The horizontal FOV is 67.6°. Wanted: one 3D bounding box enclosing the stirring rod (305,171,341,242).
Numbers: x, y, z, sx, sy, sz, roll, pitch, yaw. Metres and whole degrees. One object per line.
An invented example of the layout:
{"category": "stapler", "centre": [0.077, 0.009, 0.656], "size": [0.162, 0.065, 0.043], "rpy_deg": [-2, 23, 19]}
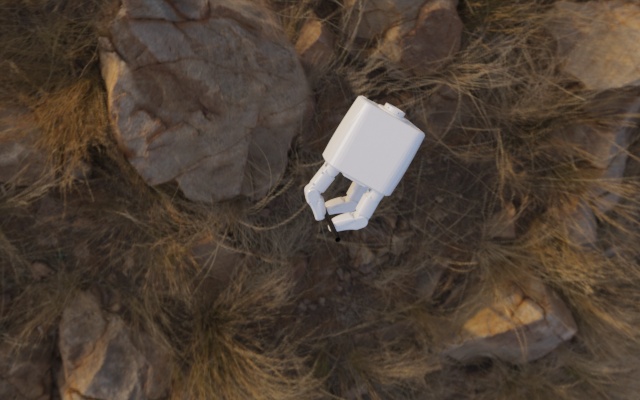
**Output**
{"category": "stirring rod", "centre": [0.000, 0.002, 0.781], "size": [0.011, 0.011, 0.239], "rpy_deg": [0, 26, -13]}
